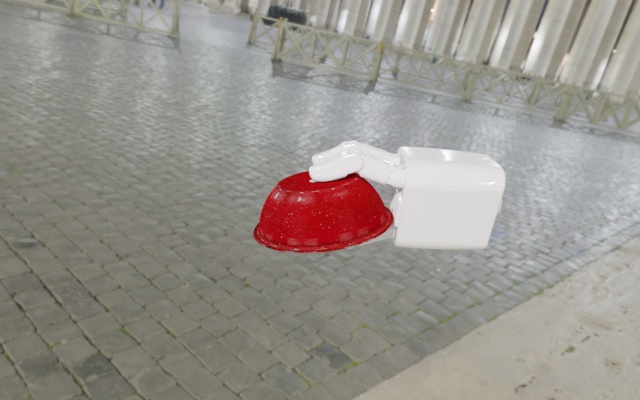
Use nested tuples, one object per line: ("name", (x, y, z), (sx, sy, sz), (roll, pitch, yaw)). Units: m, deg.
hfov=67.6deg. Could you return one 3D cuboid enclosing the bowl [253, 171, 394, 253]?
("bowl", (-0.001, 0.002, 0.540), (0.162, 0.055, 0.162), (-7, 18, 2))
